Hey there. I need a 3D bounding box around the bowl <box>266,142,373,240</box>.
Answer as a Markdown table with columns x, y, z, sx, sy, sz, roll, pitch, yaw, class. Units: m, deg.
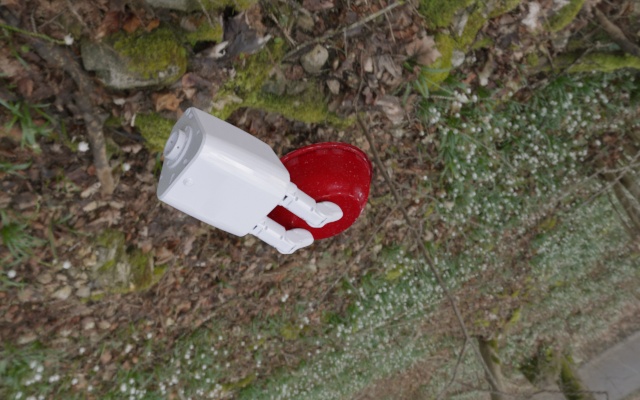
| x | y | z | sx | sy | sz | roll | pitch | yaw | class |
| --- | --- | --- | --- | --- | --- | --- | --- | --- | --- |
| 0.001 | 0.002 | 0.614 | 0.162 | 0.055 | 0.162 | -14 | -37 | -11 | bowl |
